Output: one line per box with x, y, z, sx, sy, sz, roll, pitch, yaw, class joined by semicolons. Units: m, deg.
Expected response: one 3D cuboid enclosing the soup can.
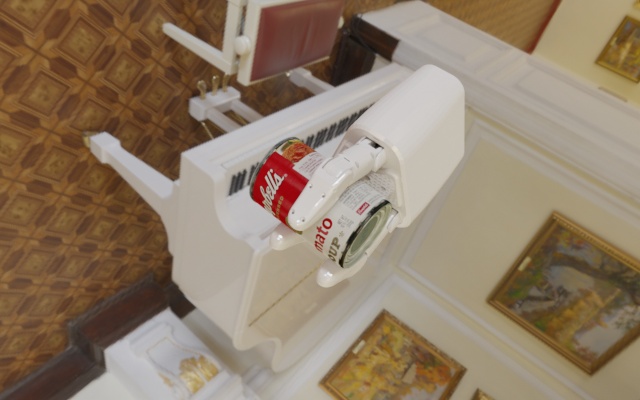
0.000;0.002;0.401;0.102;0.068;0.068;36;14;20;soup can
